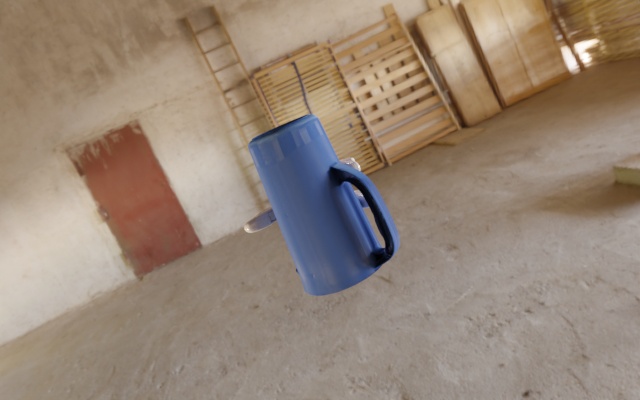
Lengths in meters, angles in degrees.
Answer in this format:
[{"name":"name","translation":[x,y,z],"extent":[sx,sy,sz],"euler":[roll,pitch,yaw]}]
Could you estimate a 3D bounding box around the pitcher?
[{"name":"pitcher","translation":[0.000,0.002,0.690],"extent":[0.149,0.243,0.145],"euler":[-25,12,-7]}]
